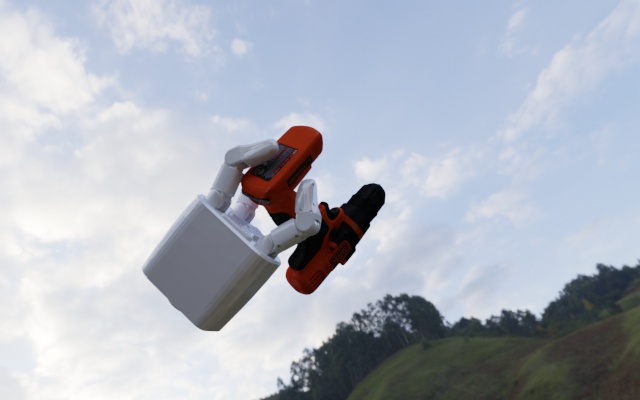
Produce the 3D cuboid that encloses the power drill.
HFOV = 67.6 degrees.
[{"bbox_3d":[0.000,0.002,0.585,0.057,0.184,0.188,20,-29,43],"label":"power drill"}]
